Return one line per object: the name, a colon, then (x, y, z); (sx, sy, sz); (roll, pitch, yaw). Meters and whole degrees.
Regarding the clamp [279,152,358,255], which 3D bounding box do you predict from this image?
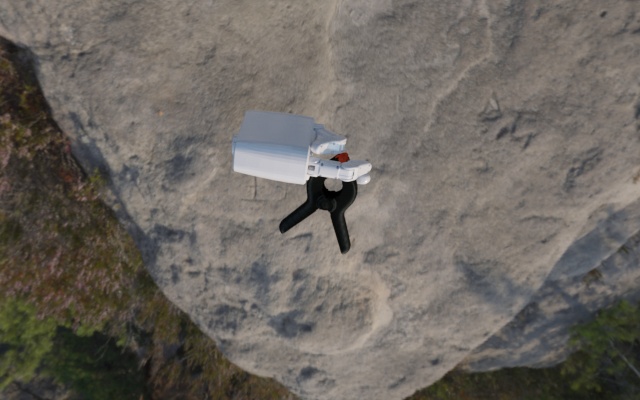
clamp: (0.000, 0.003, 0.747); (0.120, 0.171, 0.039); (9, 26, -2)
